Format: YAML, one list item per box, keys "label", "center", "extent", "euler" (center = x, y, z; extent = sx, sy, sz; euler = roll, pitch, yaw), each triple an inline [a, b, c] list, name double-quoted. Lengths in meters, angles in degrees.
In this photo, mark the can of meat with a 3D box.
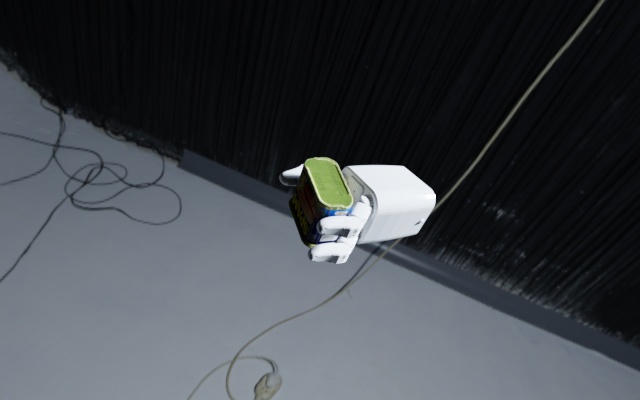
- label: "can of meat"
  center: [0.000, 0.002, 0.669]
  extent: [0.057, 0.102, 0.084]
  euler: [-2, -42, -24]
